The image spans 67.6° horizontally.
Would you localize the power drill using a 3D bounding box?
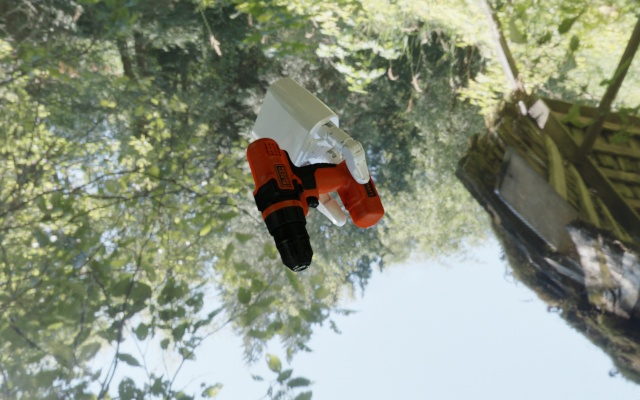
[{"bbox_3d":[0.000,0.002,0.648,0.187,0.184,0.057,0,-28,-42],"label":"power drill"}]
